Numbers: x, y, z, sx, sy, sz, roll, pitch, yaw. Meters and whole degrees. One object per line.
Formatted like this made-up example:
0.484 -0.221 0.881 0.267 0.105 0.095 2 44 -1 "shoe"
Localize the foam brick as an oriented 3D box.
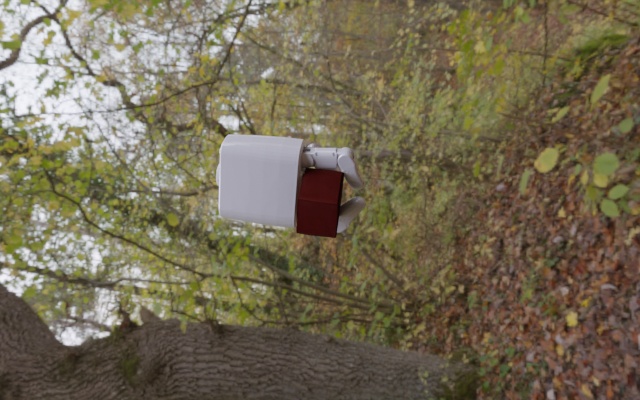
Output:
0.000 0.002 0.602 0.051 0.053 0.078 7 34 3 "foam brick"
